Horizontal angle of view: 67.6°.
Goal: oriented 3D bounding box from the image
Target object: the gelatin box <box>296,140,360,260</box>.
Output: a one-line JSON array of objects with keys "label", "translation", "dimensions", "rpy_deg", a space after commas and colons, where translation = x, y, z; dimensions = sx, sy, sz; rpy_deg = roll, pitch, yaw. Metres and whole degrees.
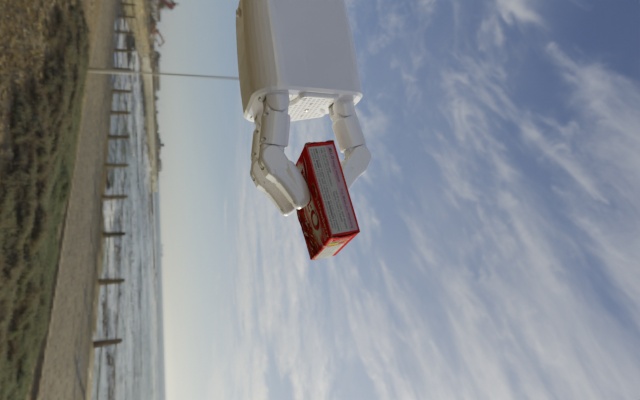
[{"label": "gelatin box", "translation": [0.001, 0.002, 0.431], "dimensions": [0.030, 0.089, 0.073], "rpy_deg": [-10, -18, -19]}]
